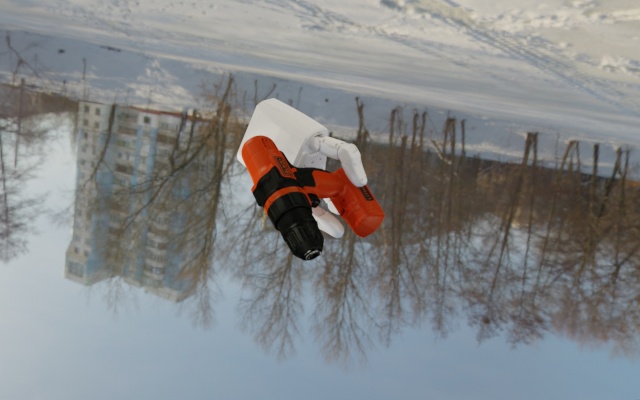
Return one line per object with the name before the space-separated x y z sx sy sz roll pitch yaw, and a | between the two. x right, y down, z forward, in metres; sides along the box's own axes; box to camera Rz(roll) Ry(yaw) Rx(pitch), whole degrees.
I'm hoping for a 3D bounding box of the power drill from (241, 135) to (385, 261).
power drill | 0.000 0.002 0.616 0.188 0.184 0.057 12 -49 -47
